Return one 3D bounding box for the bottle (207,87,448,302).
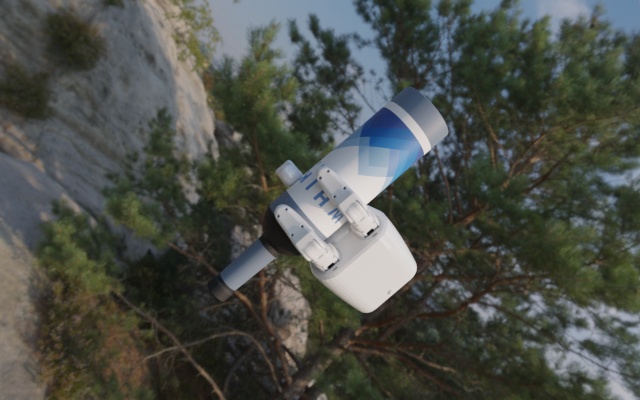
[{"bbox_3d":[0.000,0.001,0.505,0.296,0.069,0.069,-41,-1,1],"label":"bottle"}]
